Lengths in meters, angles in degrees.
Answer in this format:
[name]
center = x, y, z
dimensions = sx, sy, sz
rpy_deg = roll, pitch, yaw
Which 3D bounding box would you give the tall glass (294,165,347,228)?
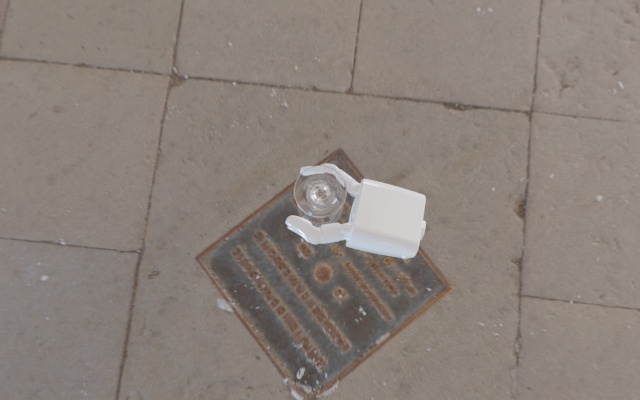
[tall glass]
center = 0.000, 0.002, 0.765
dimensions = 0.079, 0.079, 0.201
rpy_deg = 0, -9, 0
